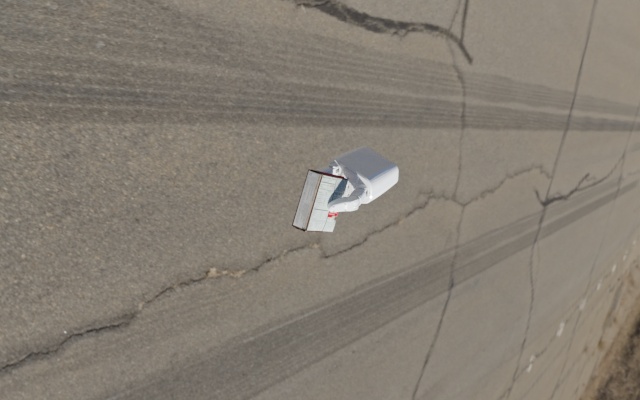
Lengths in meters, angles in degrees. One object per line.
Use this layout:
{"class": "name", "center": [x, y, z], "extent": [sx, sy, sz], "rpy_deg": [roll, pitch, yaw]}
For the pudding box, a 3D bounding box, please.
{"class": "pudding box", "center": [0.000, 0.003, 0.892], "extent": [0.039, 0.113, 0.090], "rpy_deg": [19, 6, 35]}
